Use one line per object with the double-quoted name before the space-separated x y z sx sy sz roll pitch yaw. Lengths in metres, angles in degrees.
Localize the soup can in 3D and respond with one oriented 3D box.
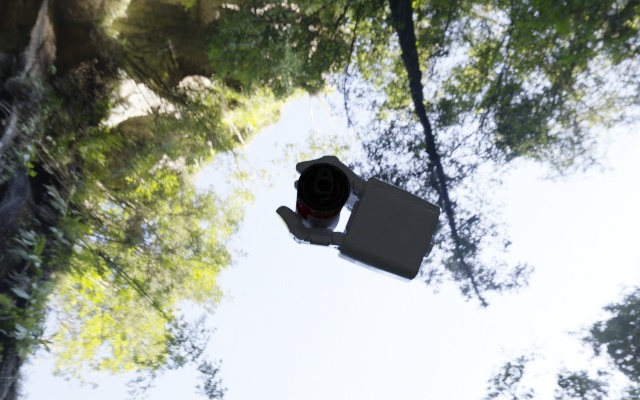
"soup can" 0.000 0.002 0.643 0.068 0.068 0.102 0 -22 -5
